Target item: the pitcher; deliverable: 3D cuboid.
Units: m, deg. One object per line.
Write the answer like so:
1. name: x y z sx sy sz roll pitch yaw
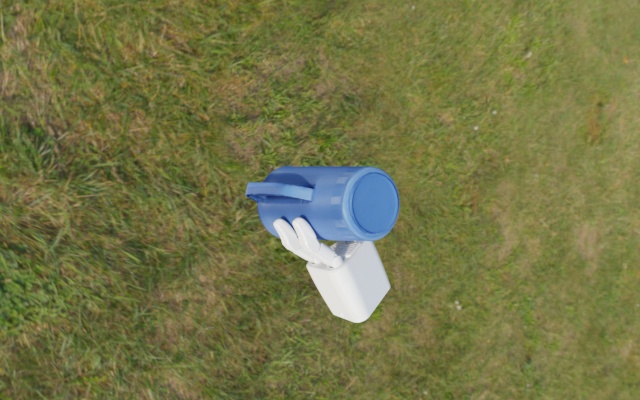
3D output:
1. pitcher: 0.000 0.003 0.770 0.149 0.145 0.243 -35 19 -29
